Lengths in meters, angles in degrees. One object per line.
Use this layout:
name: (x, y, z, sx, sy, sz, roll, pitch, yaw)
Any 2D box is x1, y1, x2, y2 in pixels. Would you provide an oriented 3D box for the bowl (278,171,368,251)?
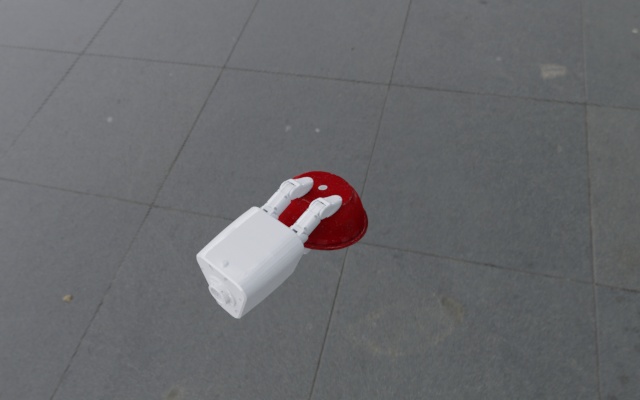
bowl: (0.001, 0.001, 0.739, 0.162, 0.055, 0.162, 7, 37, -5)
